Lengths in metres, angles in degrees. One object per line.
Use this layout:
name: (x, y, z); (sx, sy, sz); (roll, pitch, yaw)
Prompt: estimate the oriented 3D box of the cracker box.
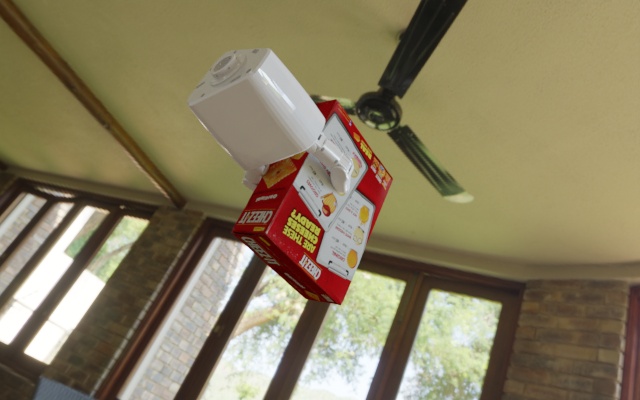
cracker box: (0.000, 0.002, 0.629); (0.072, 0.213, 0.164); (-2, -39, 42)
